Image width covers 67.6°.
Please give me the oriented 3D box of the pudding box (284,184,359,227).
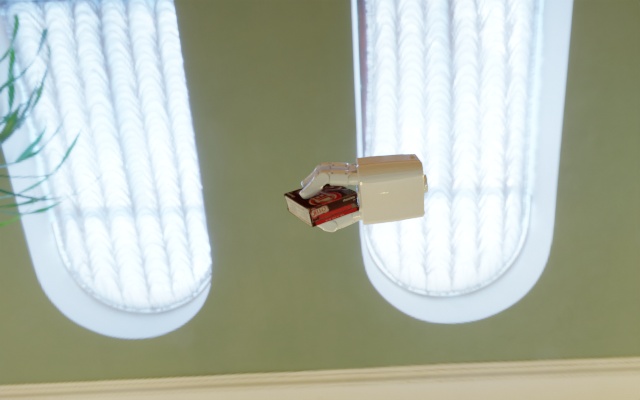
[{"bbox_3d":[0.000,0.003,0.813,0.090,0.039,0.113,-18,18,-21],"label":"pudding box"}]
